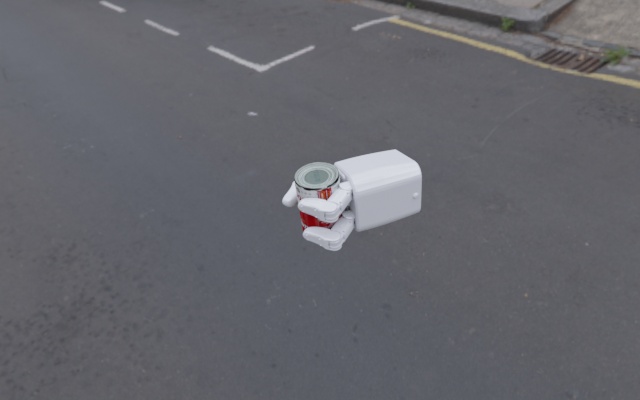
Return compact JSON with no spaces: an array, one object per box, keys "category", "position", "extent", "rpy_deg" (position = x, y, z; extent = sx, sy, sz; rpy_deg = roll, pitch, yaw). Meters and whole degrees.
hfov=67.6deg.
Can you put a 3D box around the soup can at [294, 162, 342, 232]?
[{"category":"soup can","position":[0.000,0.002,0.718],"extent":[0.068,0.102,0.068],"rpy_deg":[-5,39,4]}]
